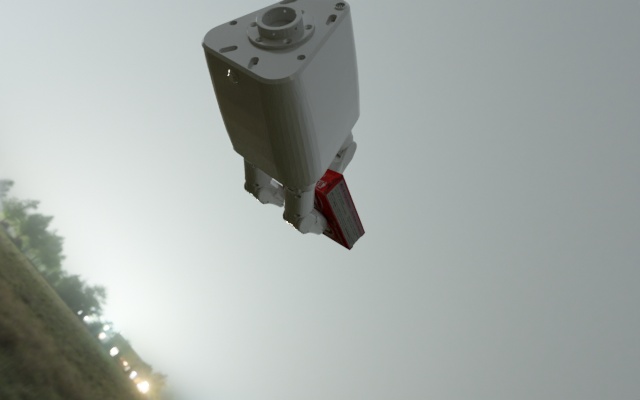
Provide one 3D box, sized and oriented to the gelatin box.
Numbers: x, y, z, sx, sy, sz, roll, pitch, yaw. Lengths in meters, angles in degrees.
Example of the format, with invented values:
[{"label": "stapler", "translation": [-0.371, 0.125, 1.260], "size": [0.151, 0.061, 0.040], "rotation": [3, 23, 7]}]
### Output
[{"label": "gelatin box", "translation": [0.000, 0.001, 0.483], "size": [0.073, 0.030, 0.089], "rotation": [27, -26, 40]}]
